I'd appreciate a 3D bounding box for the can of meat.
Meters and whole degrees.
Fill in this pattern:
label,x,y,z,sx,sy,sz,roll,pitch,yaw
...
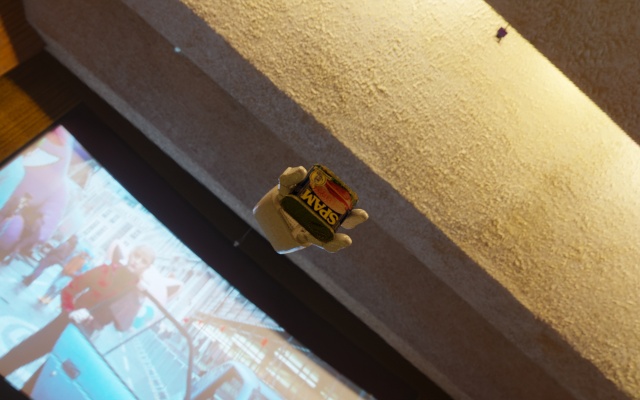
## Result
label,x,y,z,sx,sy,sz,roll,pitch,yaw
can of meat,0.000,0.002,0.767,0.102,0.084,0.057,42,-30,-7
